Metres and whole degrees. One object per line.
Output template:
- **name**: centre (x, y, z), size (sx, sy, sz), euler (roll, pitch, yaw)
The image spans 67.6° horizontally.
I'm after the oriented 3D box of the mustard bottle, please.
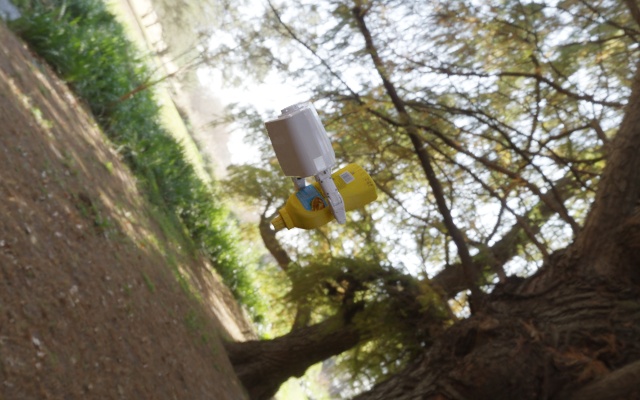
- **mustard bottle**: centre (0.000, 0.003, 0.861), size (0.191, 0.058, 0.096), euler (-26, 40, -9)
